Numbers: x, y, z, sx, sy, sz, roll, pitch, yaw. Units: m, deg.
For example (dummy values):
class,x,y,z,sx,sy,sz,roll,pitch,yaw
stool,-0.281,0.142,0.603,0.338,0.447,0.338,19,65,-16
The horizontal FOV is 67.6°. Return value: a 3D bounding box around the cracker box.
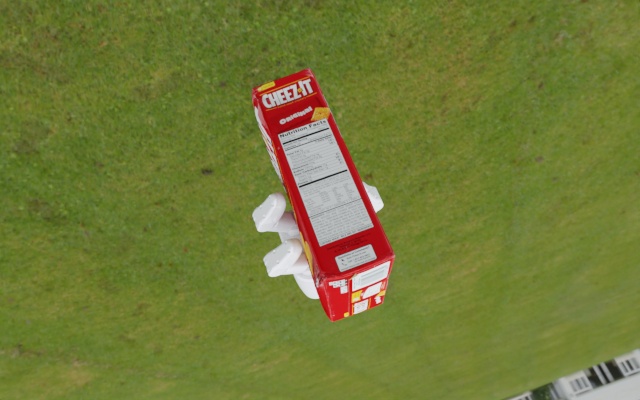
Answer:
class,x,y,z,sx,sy,sz,roll,pitch,yaw
cracker box,0.000,0.002,0.498,0.072,0.213,0.164,-20,-25,-5
